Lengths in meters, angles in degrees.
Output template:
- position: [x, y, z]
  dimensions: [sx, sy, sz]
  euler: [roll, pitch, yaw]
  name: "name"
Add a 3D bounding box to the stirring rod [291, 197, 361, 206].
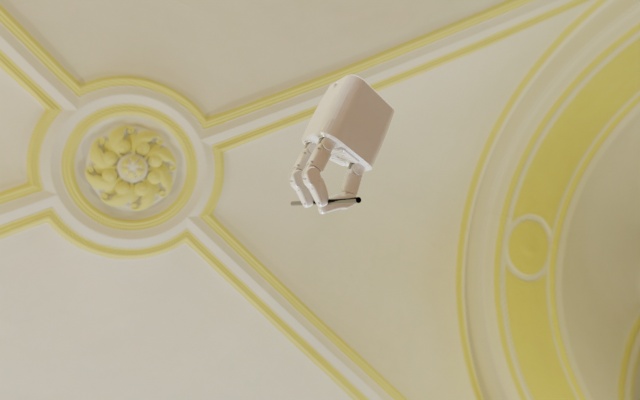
- position: [0.000, 0.002, 0.714]
  dimensions: [0.011, 0.011, 0.239]
  euler: [0, -1, -24]
  name: "stirring rod"
